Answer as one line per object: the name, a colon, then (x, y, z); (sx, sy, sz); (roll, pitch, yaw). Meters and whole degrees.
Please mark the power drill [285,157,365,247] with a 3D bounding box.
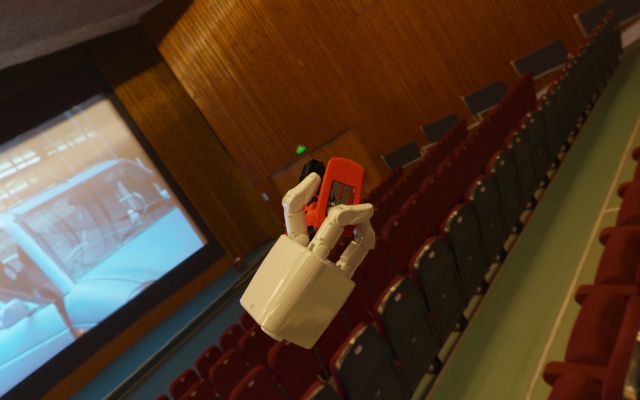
power drill: (0.000, 0.002, 0.702); (0.057, 0.184, 0.188); (15, -19, -15)
